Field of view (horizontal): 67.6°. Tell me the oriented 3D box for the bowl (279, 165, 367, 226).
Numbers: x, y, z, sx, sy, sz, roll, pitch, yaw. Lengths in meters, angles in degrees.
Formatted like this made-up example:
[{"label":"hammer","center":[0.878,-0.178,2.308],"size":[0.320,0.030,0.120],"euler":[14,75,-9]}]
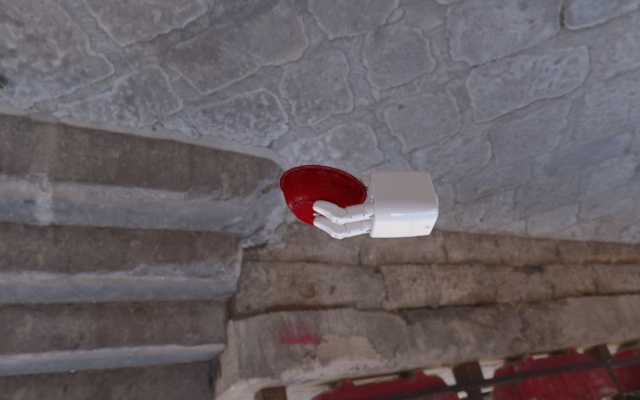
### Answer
[{"label":"bowl","center":[-0.001,0.003,0.858],"size":[0.162,0.055,0.162],"euler":[8,-29,5]}]
